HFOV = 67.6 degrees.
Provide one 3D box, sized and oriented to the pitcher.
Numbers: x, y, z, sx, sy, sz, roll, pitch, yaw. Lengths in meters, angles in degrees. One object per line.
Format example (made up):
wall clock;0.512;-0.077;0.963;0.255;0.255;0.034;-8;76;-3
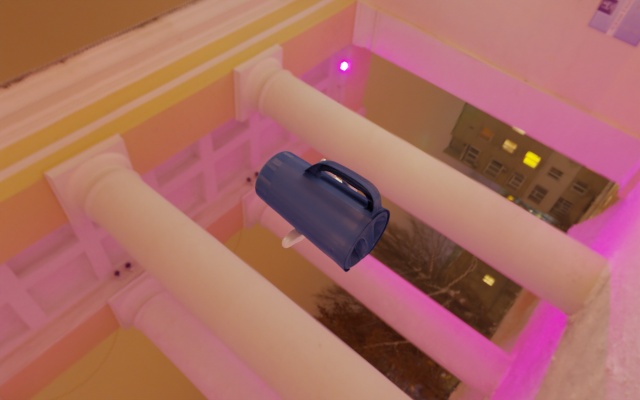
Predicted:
pitcher;0.000;0.003;0.879;0.242;0.149;0.145;36;-2;21
